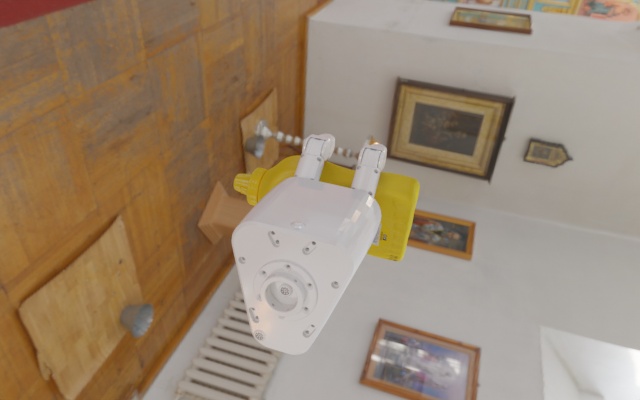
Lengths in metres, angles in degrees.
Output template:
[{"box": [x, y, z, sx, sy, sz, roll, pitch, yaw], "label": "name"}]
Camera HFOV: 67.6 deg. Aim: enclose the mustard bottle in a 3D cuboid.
[{"box": [0.000, 0.002, 0.497, 0.191, 0.096, 0.058, 13, 47, 12], "label": "mustard bottle"}]
